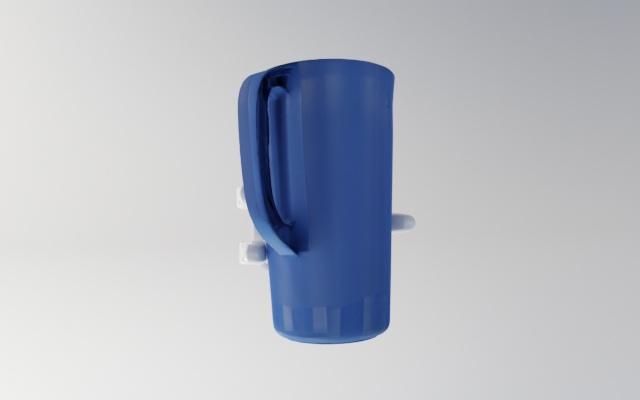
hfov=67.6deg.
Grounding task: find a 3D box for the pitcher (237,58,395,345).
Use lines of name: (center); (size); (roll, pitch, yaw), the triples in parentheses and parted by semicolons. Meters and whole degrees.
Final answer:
pitcher: (0.000, 0.001, 0.439); (0.149, 0.243, 0.145); (-1, -4, -11)
